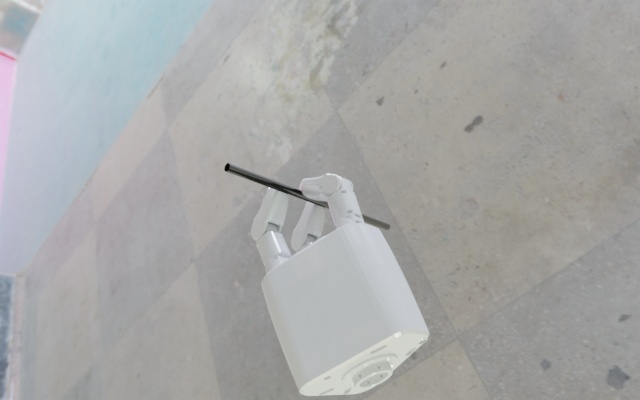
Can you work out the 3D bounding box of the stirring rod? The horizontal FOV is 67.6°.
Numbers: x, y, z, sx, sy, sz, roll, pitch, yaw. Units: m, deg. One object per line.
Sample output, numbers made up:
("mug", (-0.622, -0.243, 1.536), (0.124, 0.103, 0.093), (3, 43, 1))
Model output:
("stirring rod", (0.000, 0.002, 0.500), (0.011, 0.011, 0.239), (0, -15, 45))
